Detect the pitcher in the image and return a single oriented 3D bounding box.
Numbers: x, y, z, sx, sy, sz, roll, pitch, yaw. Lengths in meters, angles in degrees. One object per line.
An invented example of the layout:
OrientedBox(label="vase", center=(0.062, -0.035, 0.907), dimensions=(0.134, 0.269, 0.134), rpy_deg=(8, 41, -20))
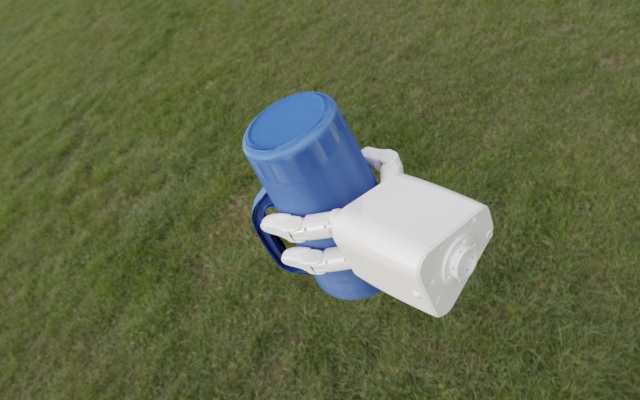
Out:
OrientedBox(label="pitcher", center=(0.000, 0.002, 0.565), dimensions=(0.149, 0.243, 0.145), rpy_deg=(-45, 42, -17))
